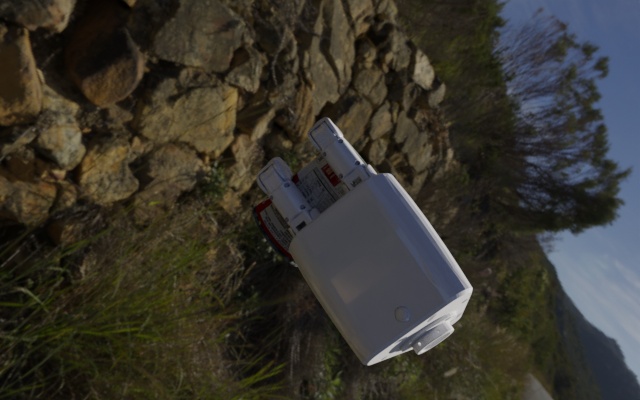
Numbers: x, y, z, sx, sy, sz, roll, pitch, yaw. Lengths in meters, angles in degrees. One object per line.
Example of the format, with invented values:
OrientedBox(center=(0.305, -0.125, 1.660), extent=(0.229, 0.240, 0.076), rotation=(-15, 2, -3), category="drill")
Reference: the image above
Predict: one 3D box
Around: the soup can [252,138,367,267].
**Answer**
OrientedBox(center=(0.000, 0.001, 0.422), extent=(0.102, 0.068, 0.068), rotation=(-39, -8, 10), category="soup can")
